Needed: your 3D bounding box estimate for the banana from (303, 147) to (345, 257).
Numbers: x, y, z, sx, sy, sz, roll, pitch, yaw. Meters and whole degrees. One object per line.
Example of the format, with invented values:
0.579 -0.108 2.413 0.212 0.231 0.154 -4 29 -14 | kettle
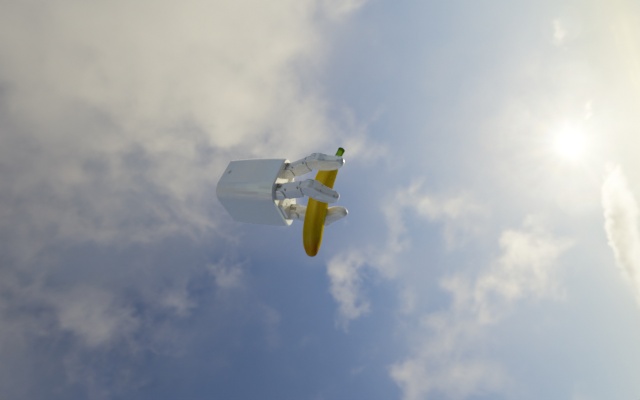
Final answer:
-0.002 0.006 0.793 0.037 0.197 0.070 16 -23 -4 | banana
